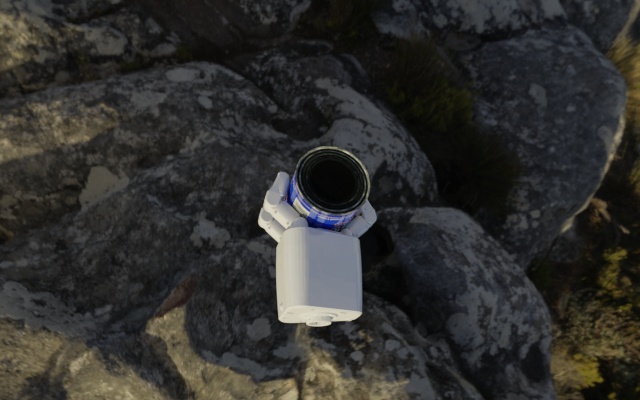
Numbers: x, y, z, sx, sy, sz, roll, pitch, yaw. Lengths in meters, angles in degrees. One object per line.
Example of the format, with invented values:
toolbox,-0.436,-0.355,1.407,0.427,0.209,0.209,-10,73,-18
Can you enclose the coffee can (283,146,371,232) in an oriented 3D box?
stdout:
coffee can,0.000,0.002,0.682,0.103,0.102,0.140,0,-25,-16
